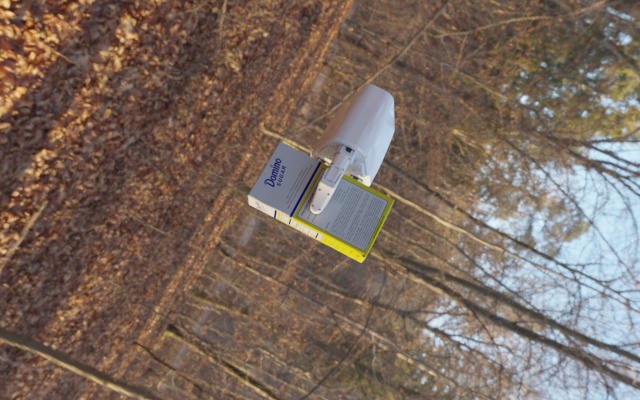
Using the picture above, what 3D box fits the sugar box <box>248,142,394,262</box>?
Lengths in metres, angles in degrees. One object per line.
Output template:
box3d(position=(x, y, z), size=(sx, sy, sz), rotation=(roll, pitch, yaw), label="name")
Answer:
box3d(position=(0.000, 0.002, 0.649), size=(0.176, 0.093, 0.048), rotation=(27, -20, 4), label="sugar box")
